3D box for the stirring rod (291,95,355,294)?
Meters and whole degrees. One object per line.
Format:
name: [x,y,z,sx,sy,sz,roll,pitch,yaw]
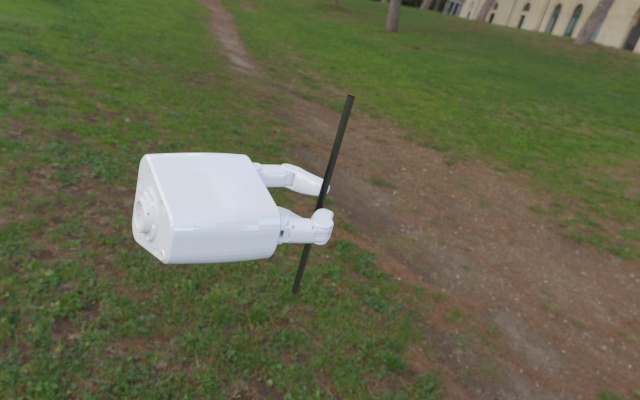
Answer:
stirring rod: [0.000,0.002,0.528,0.011,0.240,0.011,14,21,-6]
